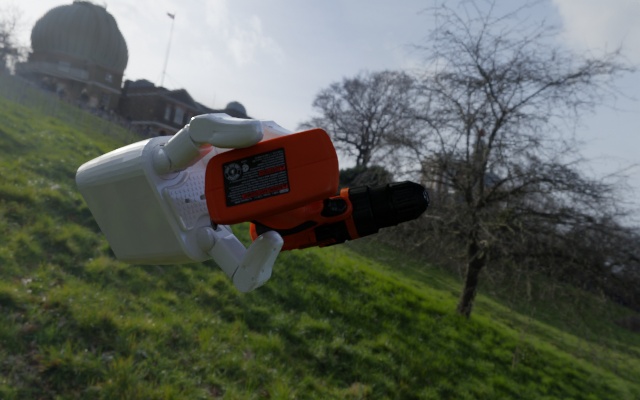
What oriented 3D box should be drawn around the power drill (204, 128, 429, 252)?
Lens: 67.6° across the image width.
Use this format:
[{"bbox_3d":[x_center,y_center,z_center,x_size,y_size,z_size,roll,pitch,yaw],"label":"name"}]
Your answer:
[{"bbox_3d":[0.000,0.001,0.421,0.184,0.057,0.188,-15,-19,12],"label":"power drill"}]
